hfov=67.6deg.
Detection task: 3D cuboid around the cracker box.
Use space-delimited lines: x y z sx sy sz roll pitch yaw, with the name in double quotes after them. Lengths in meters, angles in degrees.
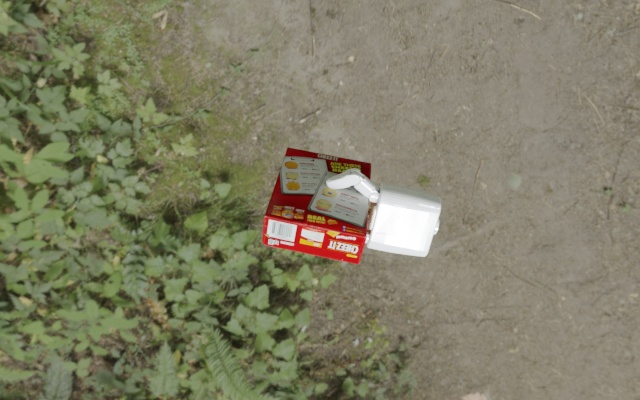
0.000 0.003 0.834 0.164 0.072 0.213 11 37 0 "cracker box"
